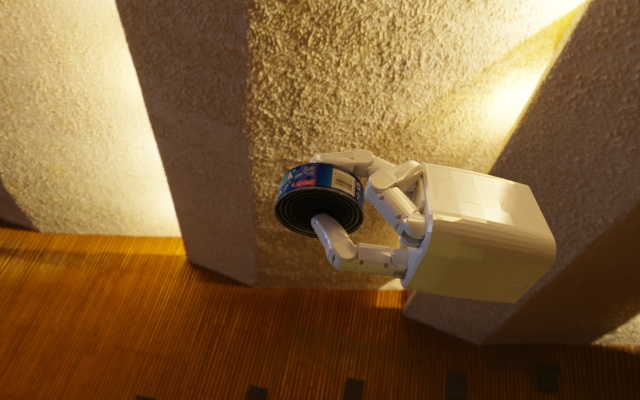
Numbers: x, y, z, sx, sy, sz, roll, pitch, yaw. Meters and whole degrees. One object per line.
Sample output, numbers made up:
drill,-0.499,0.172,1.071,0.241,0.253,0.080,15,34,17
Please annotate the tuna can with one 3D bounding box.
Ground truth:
tuna can,0.000,0.001,0.467,0.086,0.033,0.086,4,-35,3
